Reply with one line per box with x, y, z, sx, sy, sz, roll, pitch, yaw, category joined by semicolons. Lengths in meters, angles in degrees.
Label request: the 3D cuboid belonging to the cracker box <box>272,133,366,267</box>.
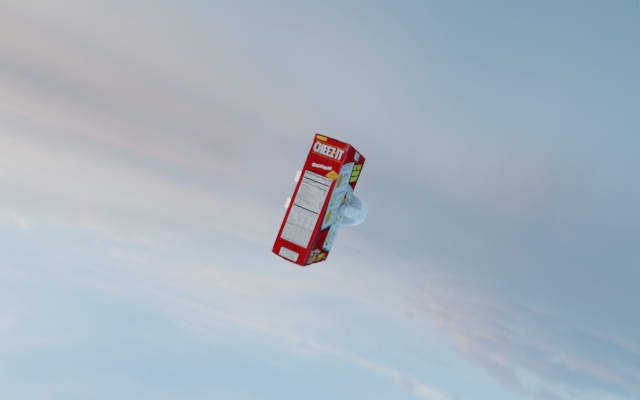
0.000;0.003;0.846;0.072;0.213;0.164;21;2;14;cracker box
